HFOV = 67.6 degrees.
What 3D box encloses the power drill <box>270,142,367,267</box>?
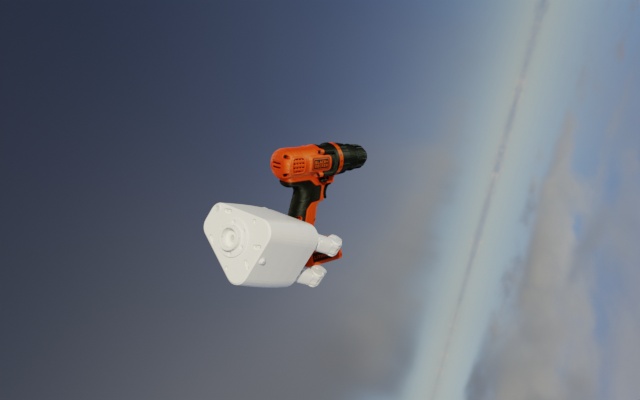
[{"bbox_3d":[0.000,0.003,0.750,0.184,0.188,0.057,-9,17,-41],"label":"power drill"}]
